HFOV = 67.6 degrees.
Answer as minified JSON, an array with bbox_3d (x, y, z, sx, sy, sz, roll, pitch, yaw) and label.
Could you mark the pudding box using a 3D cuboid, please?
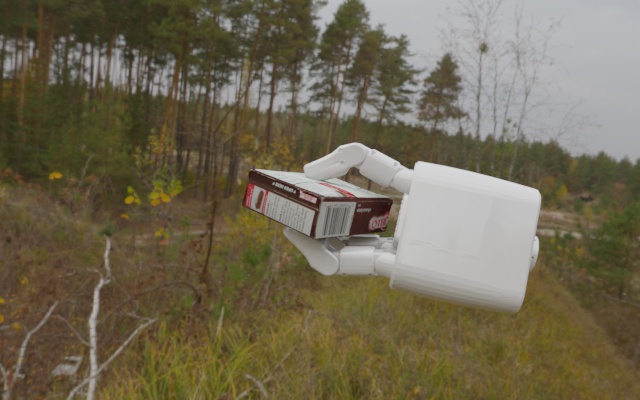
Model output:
[{"bbox_3d":[0.000,0.001,0.440,0.090,0.039,0.113,21,11,37],"label":"pudding box"}]
